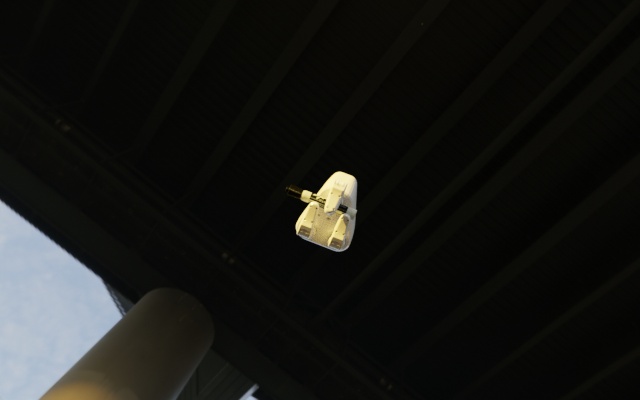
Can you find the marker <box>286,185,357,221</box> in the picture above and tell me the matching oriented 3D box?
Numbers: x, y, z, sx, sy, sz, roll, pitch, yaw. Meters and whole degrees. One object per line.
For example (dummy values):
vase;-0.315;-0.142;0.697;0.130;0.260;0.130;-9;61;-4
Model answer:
marker;0.000;0.003;0.779;0.121;0.020;0.020;21;1;3
